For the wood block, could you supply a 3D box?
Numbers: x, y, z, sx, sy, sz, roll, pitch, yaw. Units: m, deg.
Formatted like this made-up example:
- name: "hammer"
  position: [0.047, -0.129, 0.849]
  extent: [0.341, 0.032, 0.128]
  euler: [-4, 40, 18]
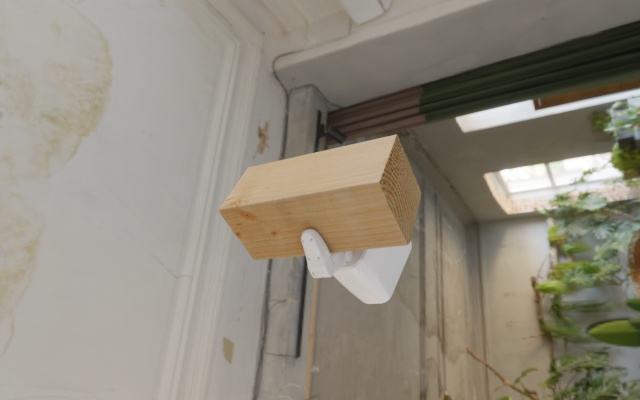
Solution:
- name: "wood block"
  position: [0.000, 0.002, 0.561]
  extent: [0.206, 0.090, 0.090]
  euler: [-10, 36, 29]
